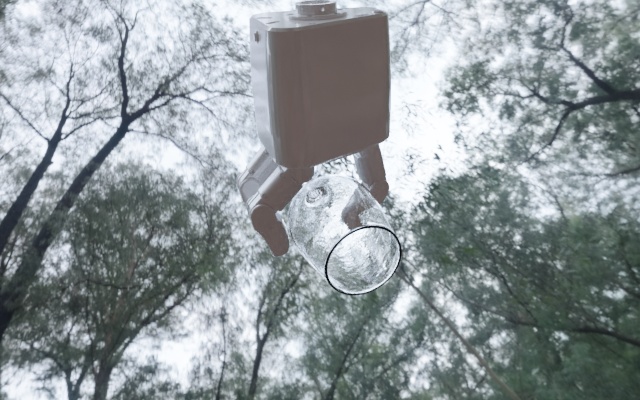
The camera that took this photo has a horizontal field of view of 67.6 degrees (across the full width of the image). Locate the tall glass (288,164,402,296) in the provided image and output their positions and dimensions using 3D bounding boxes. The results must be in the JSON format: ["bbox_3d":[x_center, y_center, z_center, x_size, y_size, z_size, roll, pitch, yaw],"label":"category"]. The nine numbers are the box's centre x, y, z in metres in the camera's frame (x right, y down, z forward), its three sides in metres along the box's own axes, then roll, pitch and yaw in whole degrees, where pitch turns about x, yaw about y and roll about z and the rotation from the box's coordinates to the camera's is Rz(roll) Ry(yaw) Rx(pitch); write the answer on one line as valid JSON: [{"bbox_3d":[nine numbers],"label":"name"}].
[{"bbox_3d":[0.000,0.001,0.435,0.079,0.079,0.201,0,27,-22],"label":"tall glass"}]
